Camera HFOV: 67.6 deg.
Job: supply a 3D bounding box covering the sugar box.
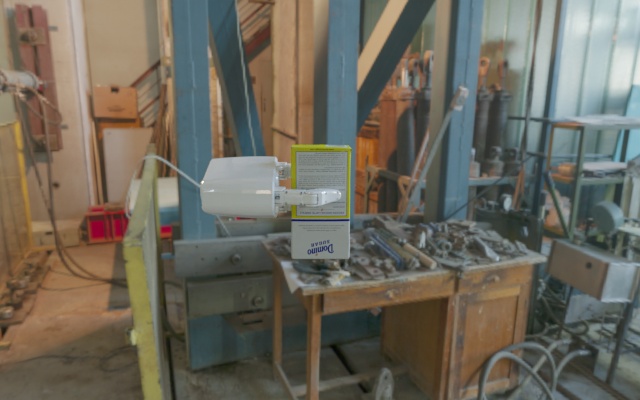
[{"bbox_3d":[0.000,0.002,0.748,0.093,0.176,0.048,1,13,-1],"label":"sugar box"}]
